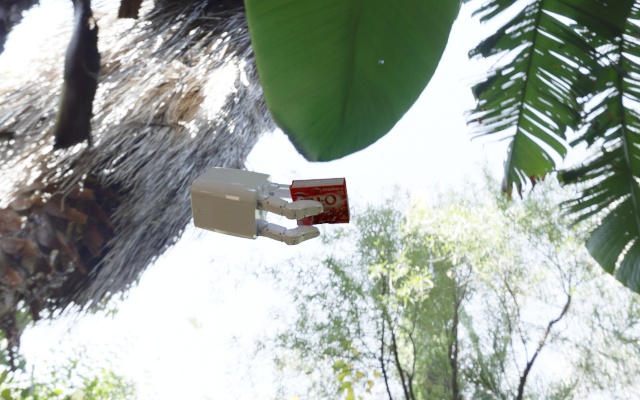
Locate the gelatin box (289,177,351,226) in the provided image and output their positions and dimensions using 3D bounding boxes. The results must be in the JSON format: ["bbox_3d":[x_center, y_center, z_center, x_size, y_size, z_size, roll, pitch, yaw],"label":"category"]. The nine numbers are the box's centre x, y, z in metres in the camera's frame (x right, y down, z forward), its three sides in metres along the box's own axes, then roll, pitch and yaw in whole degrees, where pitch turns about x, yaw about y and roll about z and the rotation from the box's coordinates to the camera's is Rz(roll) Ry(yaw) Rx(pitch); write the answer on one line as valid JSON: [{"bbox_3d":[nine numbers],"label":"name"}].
[{"bbox_3d":[0.001,0.002,0.757,0.089,0.073,0.030,-3,31,10],"label":"gelatin box"}]
